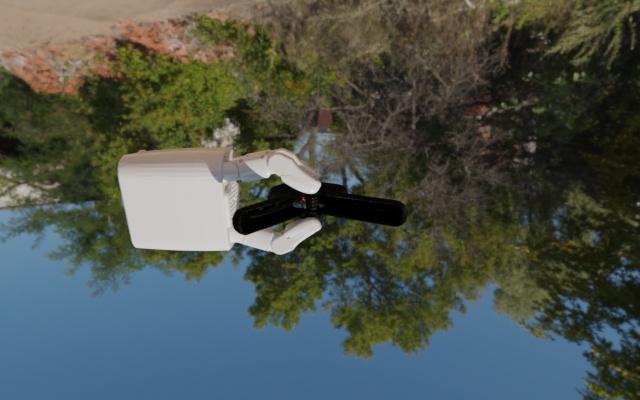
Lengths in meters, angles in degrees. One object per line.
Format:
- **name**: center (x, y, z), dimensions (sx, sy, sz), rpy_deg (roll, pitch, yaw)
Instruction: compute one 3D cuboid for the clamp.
- **clamp**: center (0.000, 0.002, 0.531), dimensions (0.164, 0.036, 0.210), rpy_deg (0, 10, 0)
